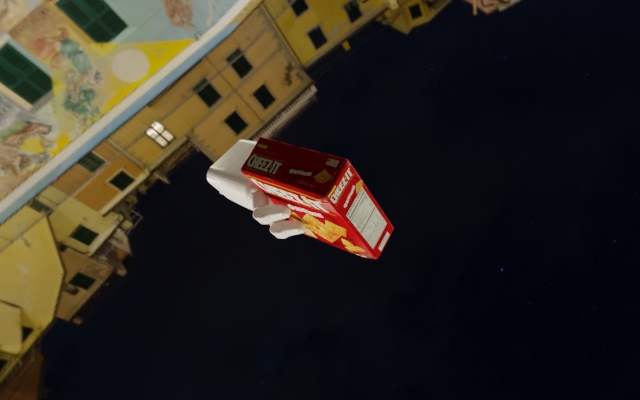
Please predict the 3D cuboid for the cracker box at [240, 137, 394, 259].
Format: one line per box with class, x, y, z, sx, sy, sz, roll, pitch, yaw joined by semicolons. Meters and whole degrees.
cracker box;0.000;0.002;0.741;0.164;0.072;0.214;18;-19;34
